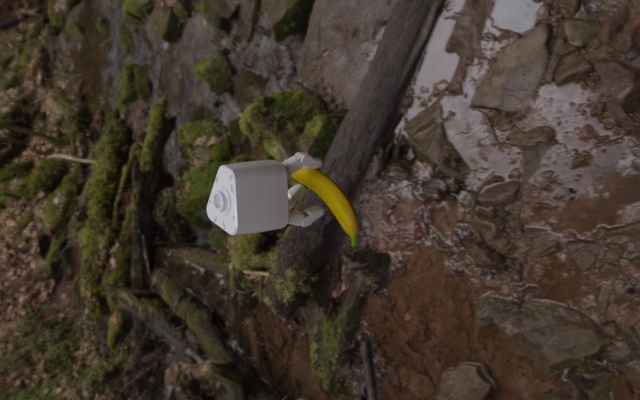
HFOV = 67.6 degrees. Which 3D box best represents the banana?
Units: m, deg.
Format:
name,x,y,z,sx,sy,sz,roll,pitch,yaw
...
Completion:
name,x,y,z,sx,sy,sz,roll,pitch,yaw
banana,0.010,-0.008,0.856,0.037,0.197,0.070,-13,-35,-42
